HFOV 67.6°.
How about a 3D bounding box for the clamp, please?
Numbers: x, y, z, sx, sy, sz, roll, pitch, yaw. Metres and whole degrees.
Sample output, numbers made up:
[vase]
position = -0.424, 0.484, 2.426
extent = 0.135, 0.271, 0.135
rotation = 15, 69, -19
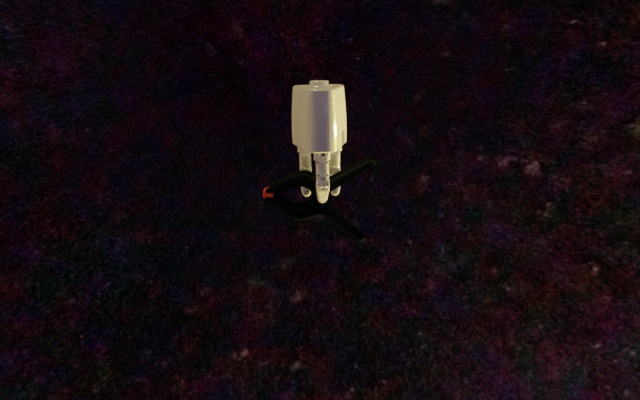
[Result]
[clamp]
position = 0.000, 0.003, 0.883
extent = 0.210, 0.164, 0.036
rotation = -2, 17, -4
